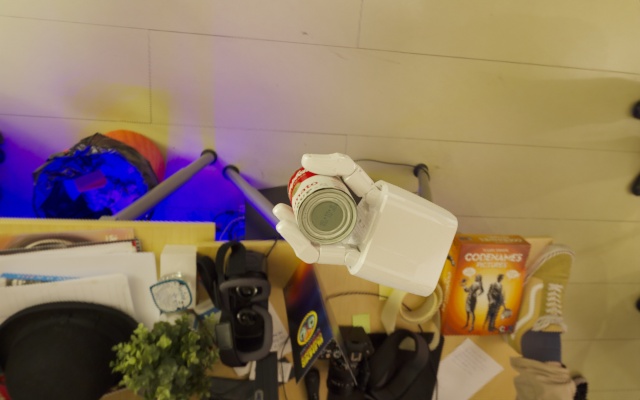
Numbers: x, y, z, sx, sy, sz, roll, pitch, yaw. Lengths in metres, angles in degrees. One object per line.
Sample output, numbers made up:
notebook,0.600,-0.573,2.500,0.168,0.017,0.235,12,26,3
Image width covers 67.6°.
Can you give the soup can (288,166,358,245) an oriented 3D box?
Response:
soup can,0.000,0.002,0.554,0.068,0.068,0.102,0,20,-10
